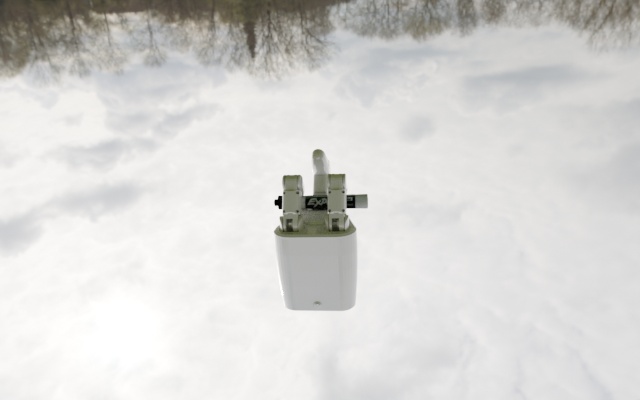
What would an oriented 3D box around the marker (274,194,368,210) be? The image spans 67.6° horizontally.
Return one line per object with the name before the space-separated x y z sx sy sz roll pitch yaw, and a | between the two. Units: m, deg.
marker | 0.000 0.002 0.611 0.121 0.020 0.020 -1 0 8
